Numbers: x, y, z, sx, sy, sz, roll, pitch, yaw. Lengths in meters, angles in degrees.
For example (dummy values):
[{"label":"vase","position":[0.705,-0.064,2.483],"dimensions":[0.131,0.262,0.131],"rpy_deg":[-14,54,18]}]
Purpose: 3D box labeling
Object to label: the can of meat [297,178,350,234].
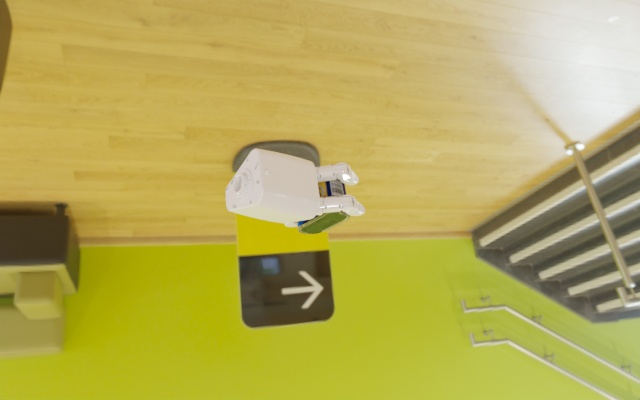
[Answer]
[{"label":"can of meat","position":[0.000,0.003,0.816],"dimensions":[0.057,0.084,0.102],"rpy_deg":[15,-33,-40]}]
